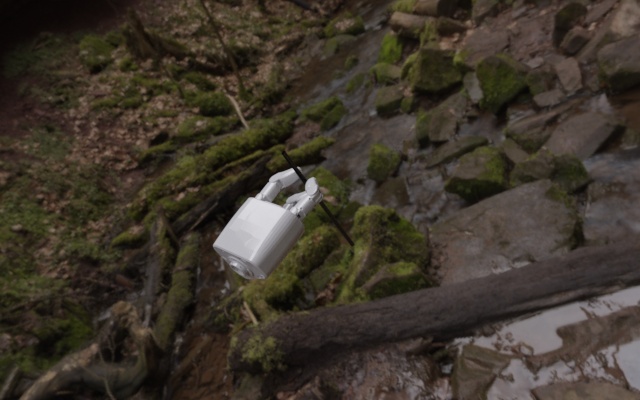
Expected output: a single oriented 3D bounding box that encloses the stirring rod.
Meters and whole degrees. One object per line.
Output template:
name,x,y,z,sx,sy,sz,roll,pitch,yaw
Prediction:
stirring rod,0.000,0.003,0.855,0.011,0.011,0.240,0,-43,45
